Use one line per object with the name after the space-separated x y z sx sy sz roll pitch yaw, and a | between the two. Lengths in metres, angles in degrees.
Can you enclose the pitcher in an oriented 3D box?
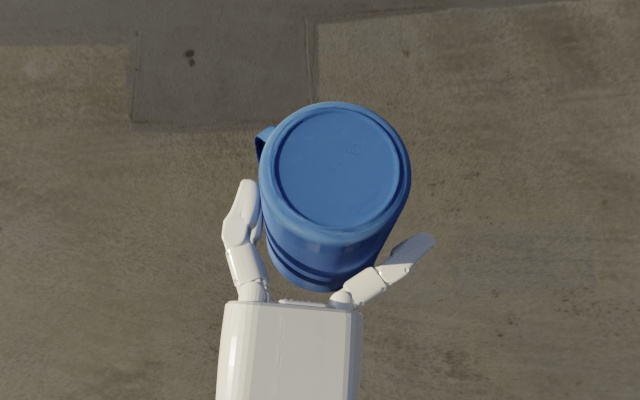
0.000 0.002 0.443 0.149 0.145 0.243 7 -16 0 | pitcher
